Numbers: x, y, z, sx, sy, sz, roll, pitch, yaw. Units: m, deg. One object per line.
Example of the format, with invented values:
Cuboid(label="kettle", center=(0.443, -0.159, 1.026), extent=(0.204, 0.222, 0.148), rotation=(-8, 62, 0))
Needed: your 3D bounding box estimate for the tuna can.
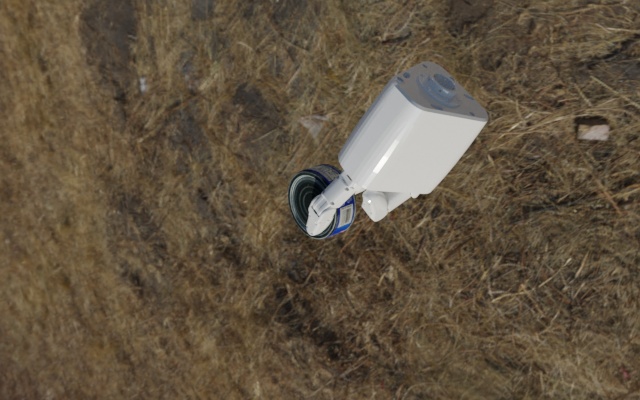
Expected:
Cuboid(label="tuna can", center=(0.000, 0.002, 0.566), extent=(0.033, 0.086, 0.086), rotation=(-20, 13, -41))
